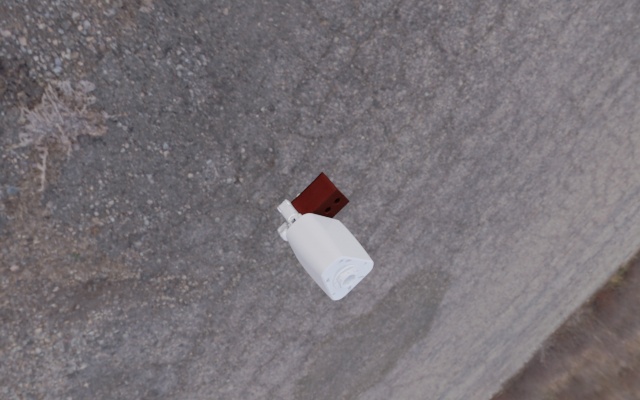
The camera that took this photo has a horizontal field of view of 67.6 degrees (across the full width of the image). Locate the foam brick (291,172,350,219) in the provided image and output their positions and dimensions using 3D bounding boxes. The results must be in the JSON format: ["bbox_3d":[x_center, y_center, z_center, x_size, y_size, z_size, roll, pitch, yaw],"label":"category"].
[{"bbox_3d":[0.000,0.002,0.821,0.051,0.078,0.053,48,4,38],"label":"foam brick"}]
